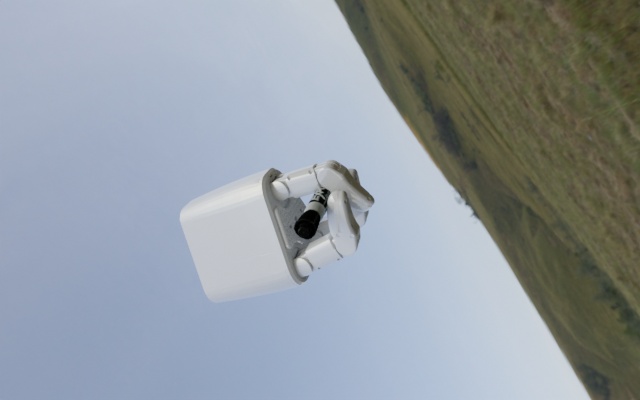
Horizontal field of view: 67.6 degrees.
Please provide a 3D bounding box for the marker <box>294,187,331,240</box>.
[{"bbox_3d":[0.000,0.001,0.434,0.020,0.020,0.121,0,24,15],"label":"marker"}]
